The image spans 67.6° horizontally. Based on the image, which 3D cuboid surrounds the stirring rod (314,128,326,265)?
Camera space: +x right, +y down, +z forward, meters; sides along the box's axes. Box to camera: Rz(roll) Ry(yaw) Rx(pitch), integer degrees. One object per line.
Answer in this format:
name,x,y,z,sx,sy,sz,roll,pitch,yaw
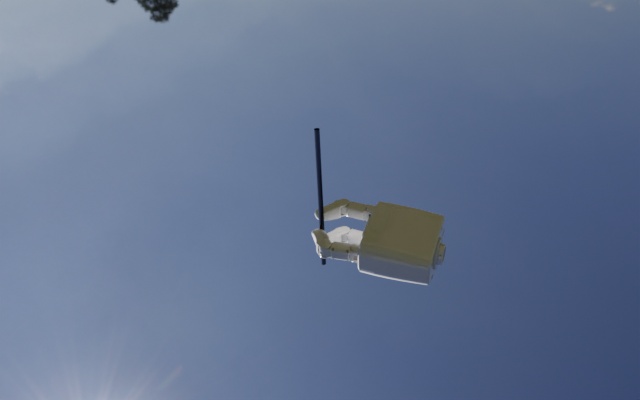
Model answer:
stirring rod,0.000,0.002,0.732,0.011,0.240,0.011,-2,32,1
